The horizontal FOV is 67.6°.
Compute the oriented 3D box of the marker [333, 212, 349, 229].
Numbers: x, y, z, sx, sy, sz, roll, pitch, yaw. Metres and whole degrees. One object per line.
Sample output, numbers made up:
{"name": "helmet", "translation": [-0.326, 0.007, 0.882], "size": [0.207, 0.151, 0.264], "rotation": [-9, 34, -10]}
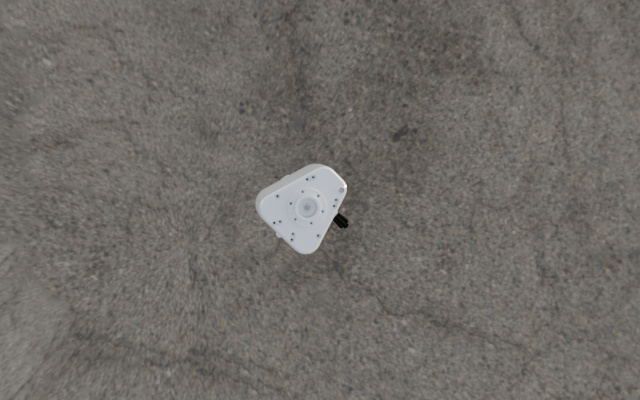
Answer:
{"name": "marker", "translation": [0.000, 0.003, 0.775], "size": [0.121, 0.020, 0.020], "rotation": [44, -8, -9]}
